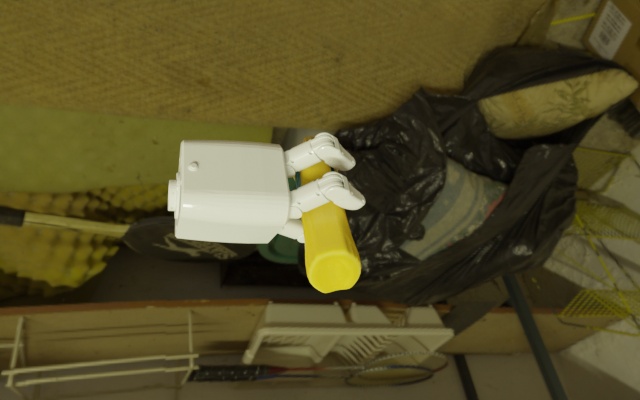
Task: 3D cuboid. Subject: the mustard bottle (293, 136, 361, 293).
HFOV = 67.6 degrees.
[{"bbox_3d":[0.000,0.002,0.552,0.058,0.191,0.096,-12,-34,1],"label":"mustard bottle"}]
